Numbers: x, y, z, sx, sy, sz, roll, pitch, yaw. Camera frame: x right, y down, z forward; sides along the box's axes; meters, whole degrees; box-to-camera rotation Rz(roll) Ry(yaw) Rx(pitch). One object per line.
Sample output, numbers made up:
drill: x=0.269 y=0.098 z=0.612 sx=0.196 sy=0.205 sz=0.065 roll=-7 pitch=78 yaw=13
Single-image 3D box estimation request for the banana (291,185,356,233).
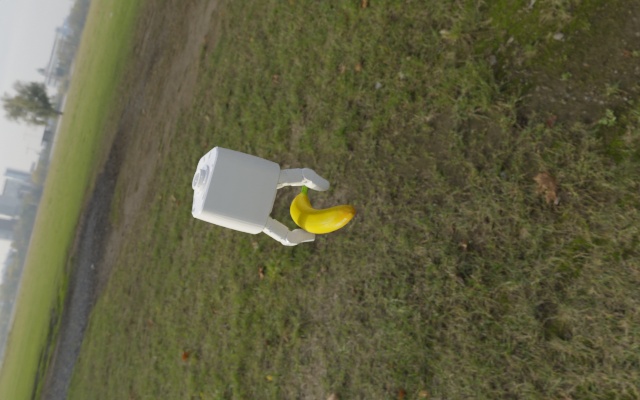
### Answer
banana: x=-0.008 y=0.019 z=0.776 sx=0.037 sy=0.069 sz=0.197 roll=19 pitch=4 yaw=-28
